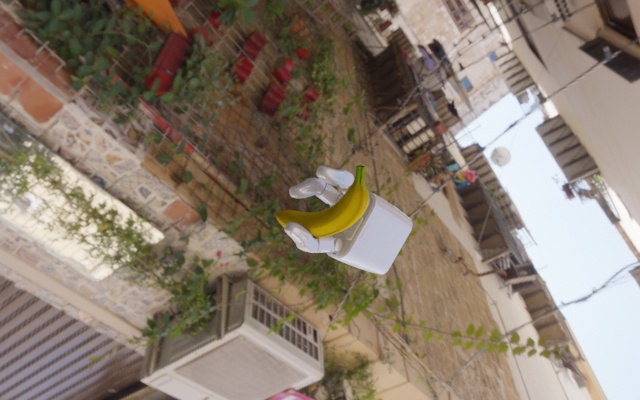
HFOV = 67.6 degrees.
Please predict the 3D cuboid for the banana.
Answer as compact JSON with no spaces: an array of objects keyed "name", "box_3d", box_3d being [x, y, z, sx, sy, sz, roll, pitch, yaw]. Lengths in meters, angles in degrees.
[{"name":"banana","box_3d":[0.005,0.019,0.687,0.037,0.069,0.198,8,-25,-42]}]
